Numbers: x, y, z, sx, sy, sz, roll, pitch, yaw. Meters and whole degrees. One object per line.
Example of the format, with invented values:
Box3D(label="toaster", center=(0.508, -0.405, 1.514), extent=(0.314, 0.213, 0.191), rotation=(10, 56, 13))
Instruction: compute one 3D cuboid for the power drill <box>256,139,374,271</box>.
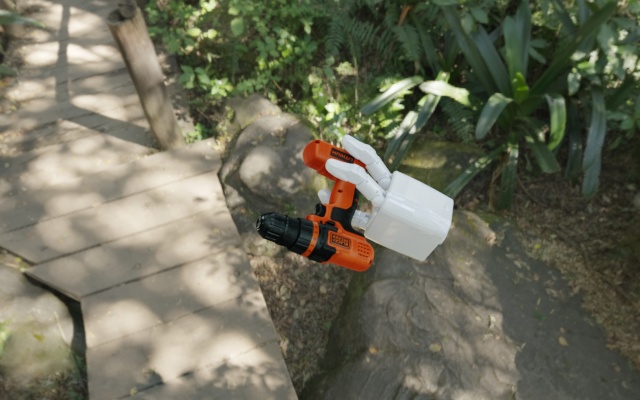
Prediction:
Box3D(label="power drill", center=(0.000, 0.002, 0.723), extent=(0.184, 0.187, 0.057), rotation=(22, -33, -23))
